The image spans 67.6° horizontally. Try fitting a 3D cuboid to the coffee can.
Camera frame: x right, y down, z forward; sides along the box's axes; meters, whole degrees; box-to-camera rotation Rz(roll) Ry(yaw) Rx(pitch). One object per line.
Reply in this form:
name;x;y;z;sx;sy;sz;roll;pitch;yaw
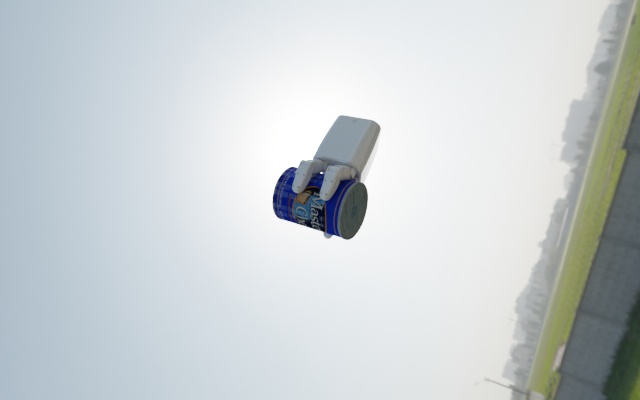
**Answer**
coffee can;0.000;0.003;0.850;0.140;0.103;0.103;15;7;27
